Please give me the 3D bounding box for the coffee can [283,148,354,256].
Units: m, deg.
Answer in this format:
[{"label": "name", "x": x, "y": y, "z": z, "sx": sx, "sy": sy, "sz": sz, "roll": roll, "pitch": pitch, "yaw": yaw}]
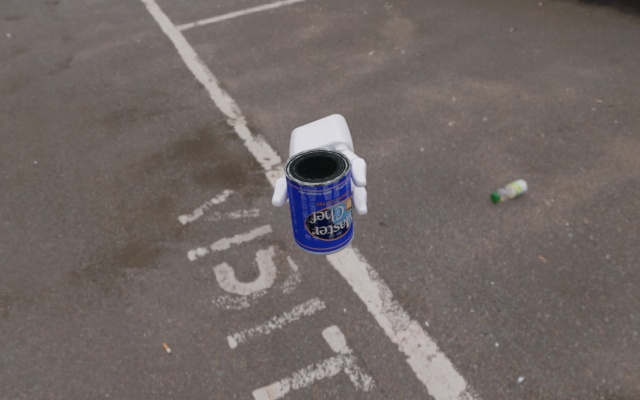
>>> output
[{"label": "coffee can", "x": 0.000, "y": 0.003, "z": 0.763, "sx": 0.103, "sy": 0.140, "sz": 0.102, "roll": -3, "pitch": 37, "yaw": 3}]
